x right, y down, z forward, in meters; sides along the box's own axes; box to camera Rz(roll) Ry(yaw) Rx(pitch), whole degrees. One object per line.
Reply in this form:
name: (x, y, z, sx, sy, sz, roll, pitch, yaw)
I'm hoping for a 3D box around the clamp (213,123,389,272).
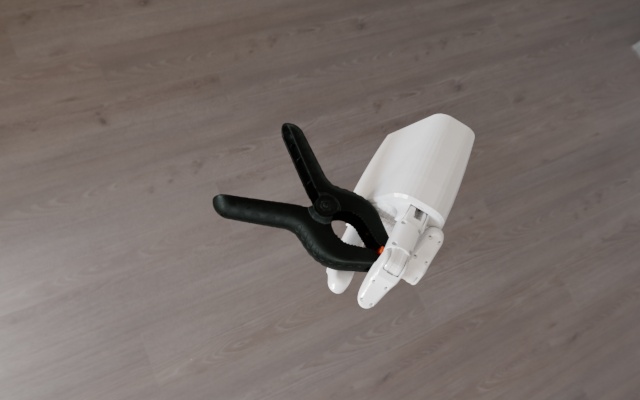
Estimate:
clamp: (0.000, 0.001, 0.450, 0.171, 0.120, 0.039, 30, -23, -4)
